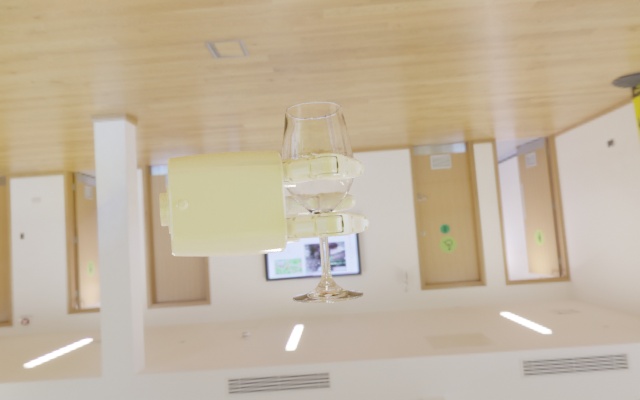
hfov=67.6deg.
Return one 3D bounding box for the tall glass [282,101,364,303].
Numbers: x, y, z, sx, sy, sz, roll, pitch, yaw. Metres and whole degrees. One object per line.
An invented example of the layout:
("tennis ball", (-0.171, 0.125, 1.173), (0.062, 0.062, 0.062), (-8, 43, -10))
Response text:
("tall glass", (0.000, 0.002, 0.504), (0.079, 0.201, 0.079), (-4, -4, 0))
